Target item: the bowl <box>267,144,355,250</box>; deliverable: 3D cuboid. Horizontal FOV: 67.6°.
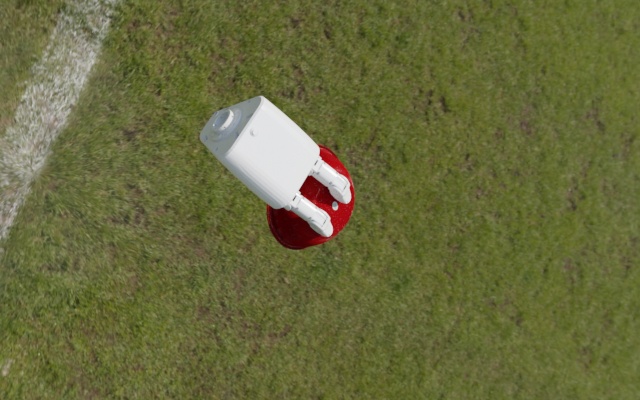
[{"bbox_3d":[0.001,0.003,0.694,0.055,0.162,0.162,18,12,40],"label":"bowl"}]
